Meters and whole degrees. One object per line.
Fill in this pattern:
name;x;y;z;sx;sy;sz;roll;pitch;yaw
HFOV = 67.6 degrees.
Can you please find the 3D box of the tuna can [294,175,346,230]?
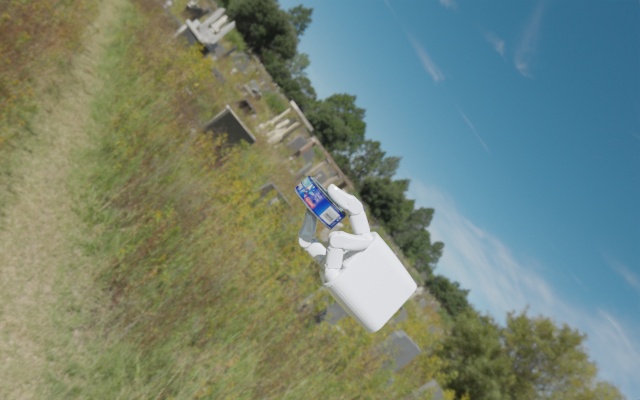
tuna can;0.000;0.002;0.731;0.034;0.086;0.086;-42;-5;5
